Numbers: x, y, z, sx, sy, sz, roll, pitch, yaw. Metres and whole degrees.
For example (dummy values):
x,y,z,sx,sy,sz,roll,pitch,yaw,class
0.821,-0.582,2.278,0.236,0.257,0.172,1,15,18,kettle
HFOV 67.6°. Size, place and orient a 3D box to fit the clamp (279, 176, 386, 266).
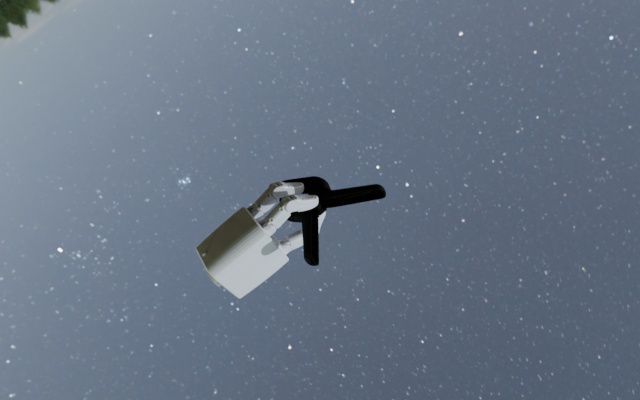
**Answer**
x,y,z,sx,sy,sz,roll,pitch,yaw,class
0.000,0.003,0.789,0.164,0.036,0.210,-39,37,-7,clamp
